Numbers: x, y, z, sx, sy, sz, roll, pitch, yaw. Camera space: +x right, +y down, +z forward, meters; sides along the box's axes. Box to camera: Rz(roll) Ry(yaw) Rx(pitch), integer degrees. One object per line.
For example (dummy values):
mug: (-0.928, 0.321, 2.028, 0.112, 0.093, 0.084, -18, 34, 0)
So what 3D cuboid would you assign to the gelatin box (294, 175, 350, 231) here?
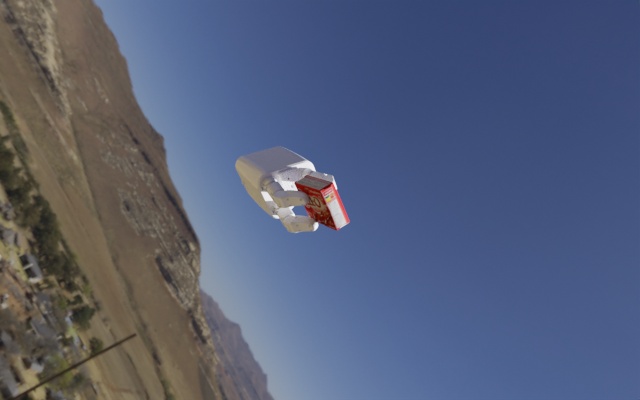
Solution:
gelatin box: (0.001, 0.002, 0.759, 0.030, 0.073, 0.089, -33, 25, -22)
